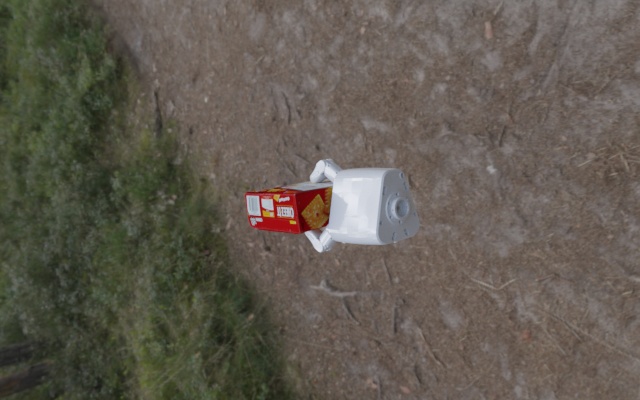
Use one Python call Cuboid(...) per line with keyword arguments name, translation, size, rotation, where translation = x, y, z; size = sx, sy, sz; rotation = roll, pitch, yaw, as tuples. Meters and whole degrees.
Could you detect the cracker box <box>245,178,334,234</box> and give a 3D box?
Cuboid(name="cracker box", translation=(0.000, 0.003, 0.845), size=(0.213, 0.072, 0.164), rotation=(-11, 8, -36))
